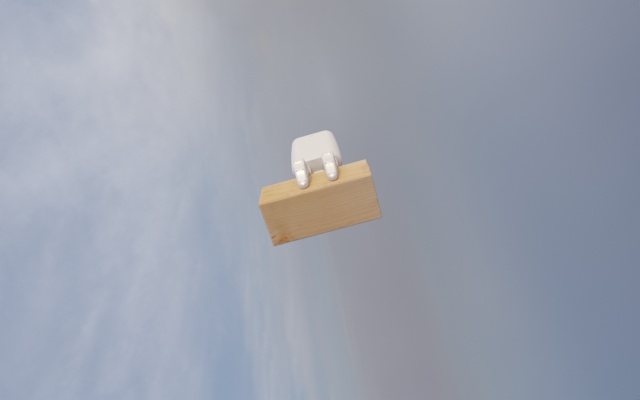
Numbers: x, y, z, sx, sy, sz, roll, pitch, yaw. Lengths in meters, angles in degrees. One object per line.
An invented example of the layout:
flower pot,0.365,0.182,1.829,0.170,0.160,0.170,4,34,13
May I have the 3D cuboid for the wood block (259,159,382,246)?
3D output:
wood block,0.000,0.003,0.892,0.206,0.091,0.090,-15,23,5
